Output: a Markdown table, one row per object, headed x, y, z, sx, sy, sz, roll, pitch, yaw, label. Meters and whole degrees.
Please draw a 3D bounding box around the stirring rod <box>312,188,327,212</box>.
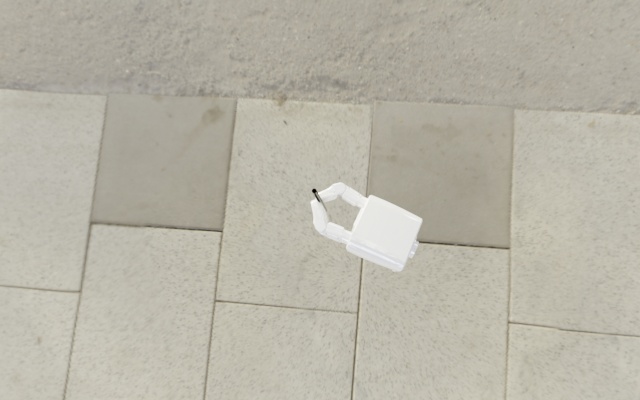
| x | y | z | sx | sy | sz | roll | pitch | yaw | label |
| --- | --- | --- | --- | --- | --- | --- | --- | --- | --- |
| 0.000 | 0.003 | 0.880 | 0.011 | 0.011 | 0.239 | 0 | -9 | 5 | stirring rod |
